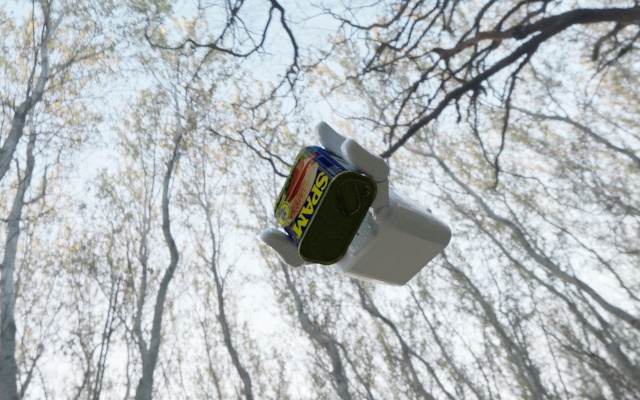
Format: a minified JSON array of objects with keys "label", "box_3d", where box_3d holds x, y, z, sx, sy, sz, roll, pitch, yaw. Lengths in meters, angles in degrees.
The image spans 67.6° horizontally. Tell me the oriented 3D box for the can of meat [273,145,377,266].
[{"label":"can of meat","box_3d":[0.000,0.002,0.500,0.057,0.102,0.084,17,17,-34]}]
